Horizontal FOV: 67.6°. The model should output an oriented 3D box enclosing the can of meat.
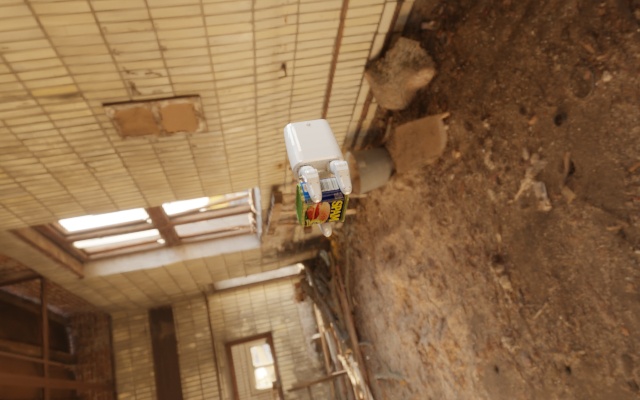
[{"bbox_3d":[0.000,0.003,0.875,0.084,0.057,0.102,-10,-32,-11],"label":"can of meat"}]
